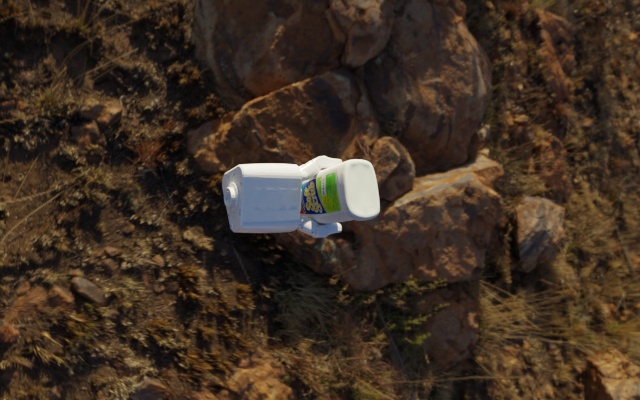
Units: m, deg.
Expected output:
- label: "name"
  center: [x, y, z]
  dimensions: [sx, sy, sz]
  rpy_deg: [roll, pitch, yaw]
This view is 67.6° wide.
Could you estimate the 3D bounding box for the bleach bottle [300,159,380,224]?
- label: "bleach bottle"
  center: [0.000, 0.003, 0.858]
  dimensions: [0.068, 0.102, 0.251]
  rpy_deg: [-1, -10, -33]
